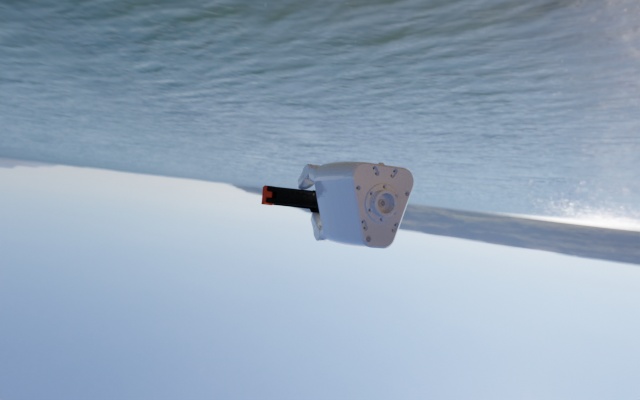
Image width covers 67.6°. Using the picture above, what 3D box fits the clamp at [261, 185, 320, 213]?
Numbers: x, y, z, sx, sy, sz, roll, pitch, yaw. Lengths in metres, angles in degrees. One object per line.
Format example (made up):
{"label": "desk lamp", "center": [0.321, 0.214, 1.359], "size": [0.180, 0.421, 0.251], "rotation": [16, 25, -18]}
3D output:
{"label": "clamp", "center": [0.000, 0.003, 0.766], "size": [0.210, 0.036, 0.164], "rotation": [6, -4, -25]}
